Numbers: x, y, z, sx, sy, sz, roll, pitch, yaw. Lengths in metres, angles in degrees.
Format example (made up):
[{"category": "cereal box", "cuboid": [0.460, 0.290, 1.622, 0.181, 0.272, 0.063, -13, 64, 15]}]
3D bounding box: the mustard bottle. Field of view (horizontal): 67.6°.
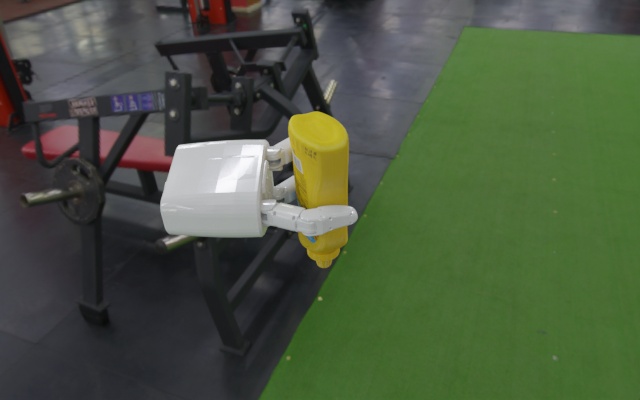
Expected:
[{"category": "mustard bottle", "cuboid": [0.000, 0.002, 0.556, 0.058, 0.192, 0.096, -14, 35, -17]}]
